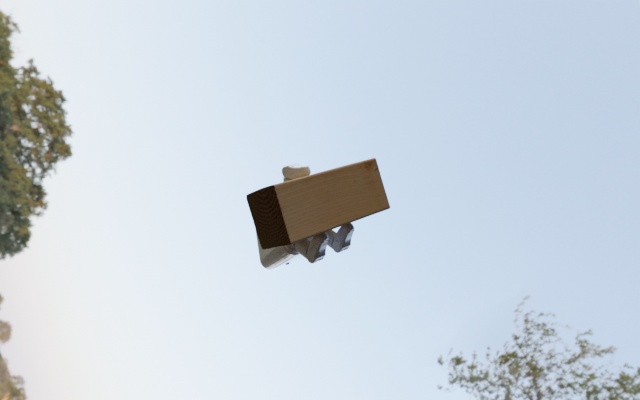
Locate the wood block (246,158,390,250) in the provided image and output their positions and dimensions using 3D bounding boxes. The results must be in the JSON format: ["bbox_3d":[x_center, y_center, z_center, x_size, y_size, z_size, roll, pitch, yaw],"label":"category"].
[{"bbox_3d":[0.000,0.002,0.764,0.206,0.091,0.090,-18,1,-37],"label":"wood block"}]
